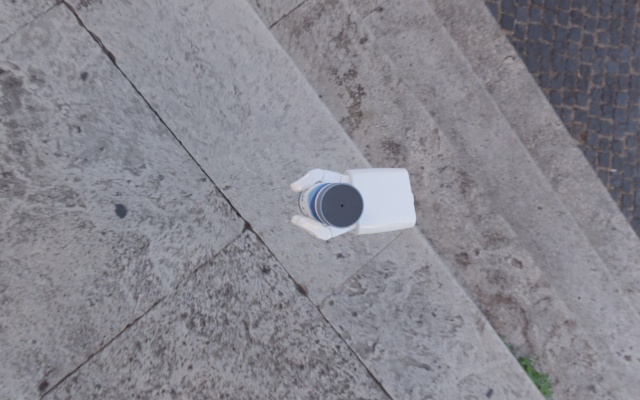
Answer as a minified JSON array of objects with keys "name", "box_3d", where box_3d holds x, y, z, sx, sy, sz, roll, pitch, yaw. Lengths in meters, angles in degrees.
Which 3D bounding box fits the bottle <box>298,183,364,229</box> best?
[{"name":"bottle","box_3d":[0.000,0.003,0.827,0.069,0.069,0.295,0,2,-12]}]
